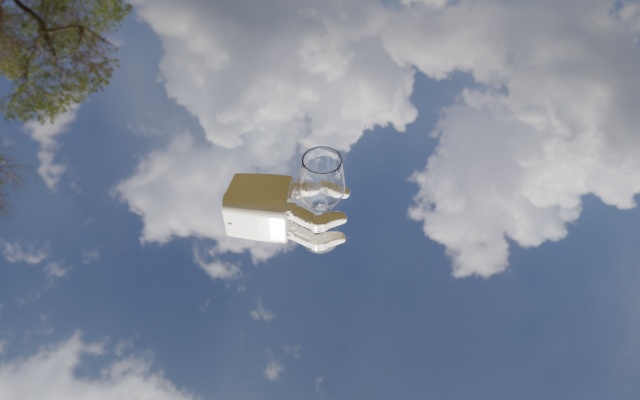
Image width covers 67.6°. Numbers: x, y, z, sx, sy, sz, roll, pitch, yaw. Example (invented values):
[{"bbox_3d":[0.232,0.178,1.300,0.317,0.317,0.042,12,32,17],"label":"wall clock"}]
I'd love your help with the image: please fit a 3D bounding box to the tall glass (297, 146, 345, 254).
[{"bbox_3d":[0.000,0.003,0.806,0.079,0.079,0.201,0,-41,-2],"label":"tall glass"}]
